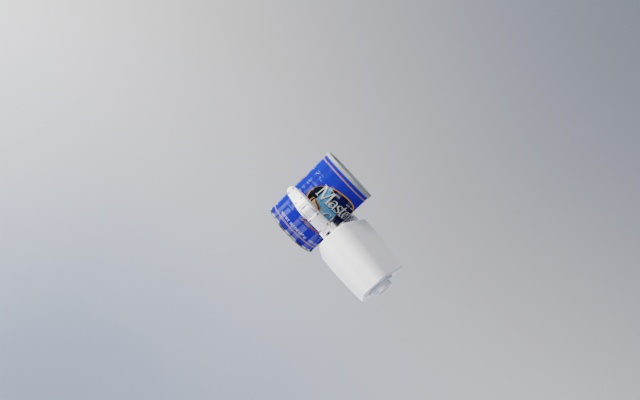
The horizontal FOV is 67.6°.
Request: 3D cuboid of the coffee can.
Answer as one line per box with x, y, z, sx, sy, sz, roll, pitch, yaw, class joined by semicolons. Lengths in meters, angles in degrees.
0.000;0.002;0.810;0.140;0.103;0.103;-44;-7;7;coffee can
